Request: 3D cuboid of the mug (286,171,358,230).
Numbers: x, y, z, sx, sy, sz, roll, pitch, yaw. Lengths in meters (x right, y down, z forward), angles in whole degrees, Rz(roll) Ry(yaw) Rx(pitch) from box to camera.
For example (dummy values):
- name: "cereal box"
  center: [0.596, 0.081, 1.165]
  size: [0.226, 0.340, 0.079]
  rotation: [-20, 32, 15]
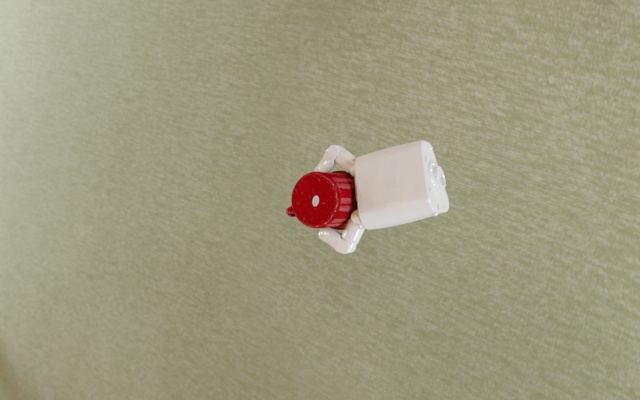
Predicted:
- name: "mug"
  center: [-0.001, 0.003, 0.717]
  size: [0.117, 0.093, 0.081]
  rotation: [-16, -8, 29]
